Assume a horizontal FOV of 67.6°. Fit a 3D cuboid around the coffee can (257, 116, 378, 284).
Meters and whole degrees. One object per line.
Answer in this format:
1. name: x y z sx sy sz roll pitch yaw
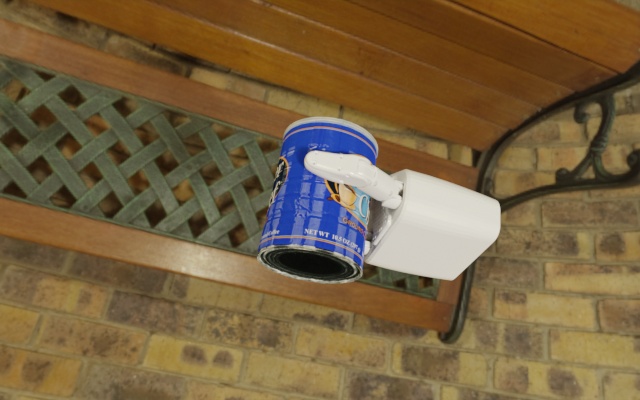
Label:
1. coffee can: 0.000 0.001 0.485 0.103 0.140 0.103 8 -25 4
